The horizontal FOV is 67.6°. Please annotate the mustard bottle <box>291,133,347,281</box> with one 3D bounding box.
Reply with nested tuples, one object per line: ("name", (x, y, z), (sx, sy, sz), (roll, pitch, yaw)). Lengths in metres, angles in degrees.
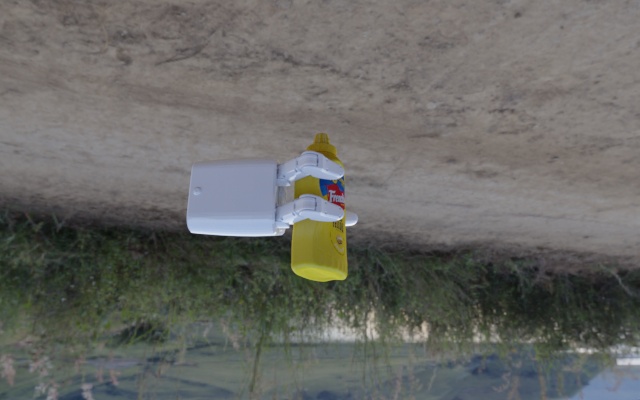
("mustard bottle", (0.000, 0.002, 0.614), (0.058, 0.191, 0.096), (-10, -23, 26))
